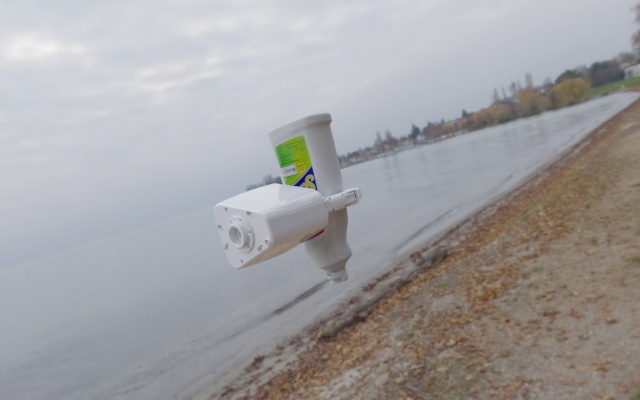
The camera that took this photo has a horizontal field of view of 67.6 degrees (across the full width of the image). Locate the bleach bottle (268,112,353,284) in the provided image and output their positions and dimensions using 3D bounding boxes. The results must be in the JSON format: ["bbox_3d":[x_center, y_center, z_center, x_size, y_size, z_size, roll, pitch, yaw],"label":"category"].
[{"bbox_3d":[0.000,0.002,0.721,0.102,0.251,0.068,-13,5,43],"label":"bleach bottle"}]
